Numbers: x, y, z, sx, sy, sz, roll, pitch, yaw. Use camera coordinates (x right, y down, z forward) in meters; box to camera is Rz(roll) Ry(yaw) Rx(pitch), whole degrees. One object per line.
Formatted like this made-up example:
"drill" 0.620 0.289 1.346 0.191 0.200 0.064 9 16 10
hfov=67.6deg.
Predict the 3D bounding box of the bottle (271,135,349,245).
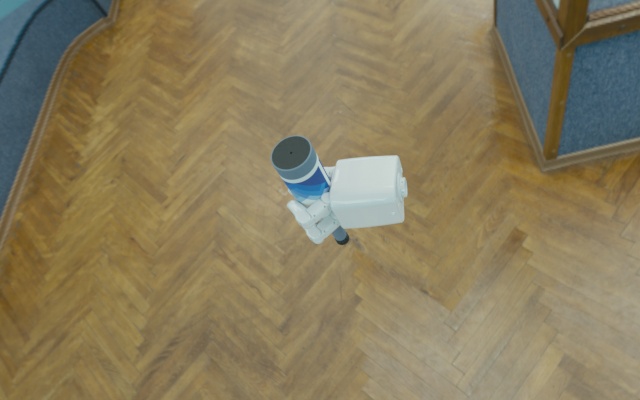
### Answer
"bottle" 0.000 0.003 0.835 0.069 0.069 0.296 0 -30 21
